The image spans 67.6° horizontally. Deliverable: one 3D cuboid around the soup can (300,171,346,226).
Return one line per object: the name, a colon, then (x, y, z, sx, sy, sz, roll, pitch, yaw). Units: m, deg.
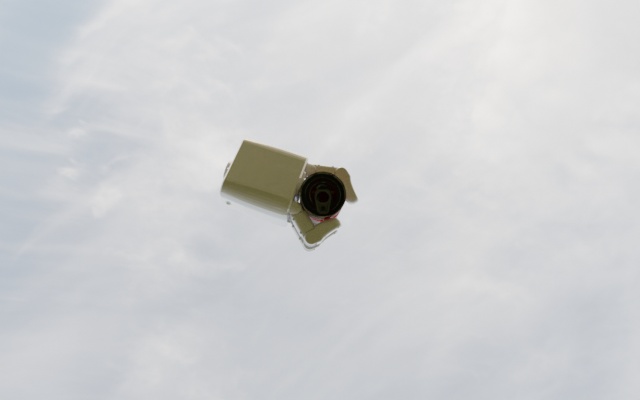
soup can: (0.001, 0.003, 0.736, 0.068, 0.068, 0.102, 0, -14, -4)
